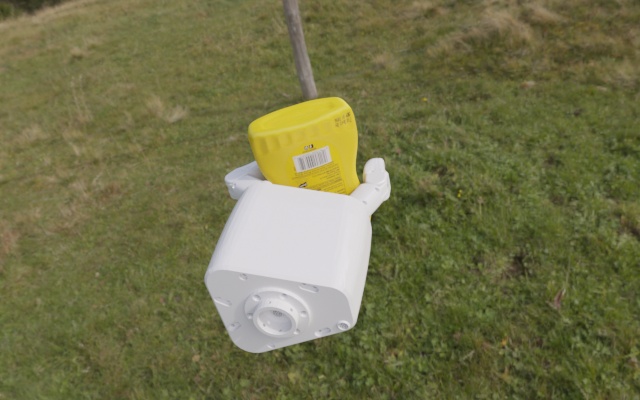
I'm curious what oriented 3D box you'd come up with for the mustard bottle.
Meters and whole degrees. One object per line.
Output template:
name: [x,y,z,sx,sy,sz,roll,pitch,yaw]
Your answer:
mustard bottle: [0.000,0.001,0.474,0.096,0.192,0.058,-19,32,-6]
